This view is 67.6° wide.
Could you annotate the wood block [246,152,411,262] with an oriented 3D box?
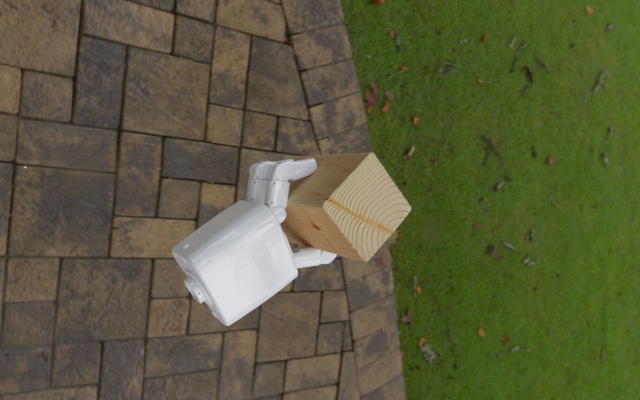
[{"bbox_3d":[0.000,0.002,0.608,0.090,0.091,0.206,-47,25,-20],"label":"wood block"}]
